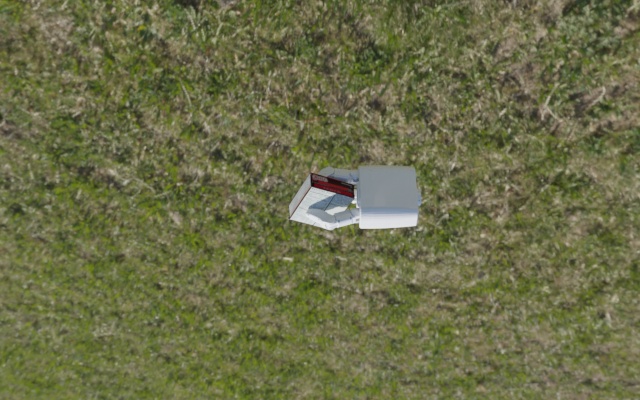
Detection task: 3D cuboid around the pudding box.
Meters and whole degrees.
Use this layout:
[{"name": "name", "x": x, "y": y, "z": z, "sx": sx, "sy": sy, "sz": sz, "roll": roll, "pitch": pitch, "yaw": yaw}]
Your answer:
[{"name": "pudding box", "x": 0.000, "y": 0.003, "z": 0.896, "sx": 0.090, "sy": 0.039, "sz": 0.113, "roll": 16, "pitch": -43, "yaw": -19}]
